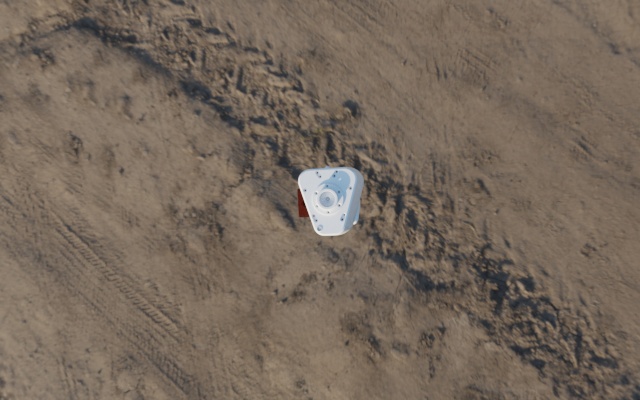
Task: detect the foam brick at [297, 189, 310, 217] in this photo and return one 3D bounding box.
[{"bbox_3d":[0.000,0.003,0.866,0.078,0.053,0.051,-3,0,9],"label":"foam brick"}]
